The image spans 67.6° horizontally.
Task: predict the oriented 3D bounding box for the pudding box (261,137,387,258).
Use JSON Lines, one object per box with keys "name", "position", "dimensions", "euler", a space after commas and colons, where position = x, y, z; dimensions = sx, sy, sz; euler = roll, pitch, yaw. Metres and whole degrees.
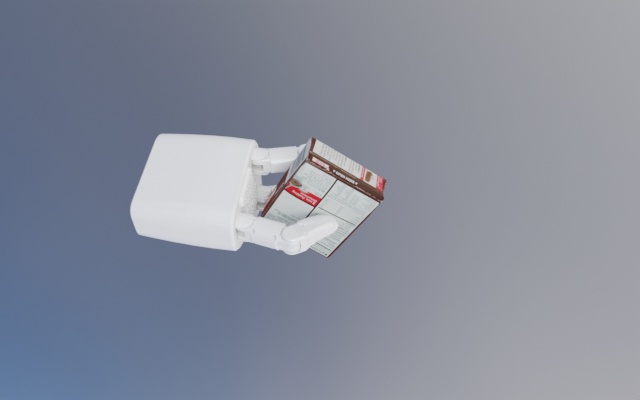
{"name": "pudding box", "position": [0.000, 0.002, 0.494], "dimensions": [0.090, 0.039, 0.113], "euler": [28, -46, -13]}
